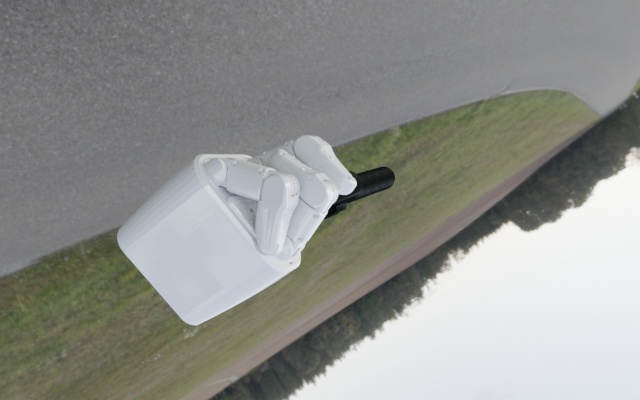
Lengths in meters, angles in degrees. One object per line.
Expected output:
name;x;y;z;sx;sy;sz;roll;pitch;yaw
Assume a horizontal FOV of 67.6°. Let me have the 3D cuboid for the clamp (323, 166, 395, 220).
clamp;0.000;0.002;0.466;0.120;0.039;0.171;-33;-11;22
